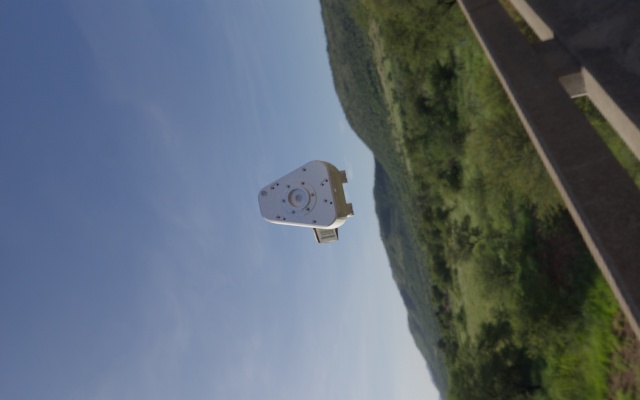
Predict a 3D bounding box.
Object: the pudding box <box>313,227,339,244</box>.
[{"bbox_3d":[0.000,0.003,0.806,0.039,0.113,0.090,-11,26,7],"label":"pudding box"}]
